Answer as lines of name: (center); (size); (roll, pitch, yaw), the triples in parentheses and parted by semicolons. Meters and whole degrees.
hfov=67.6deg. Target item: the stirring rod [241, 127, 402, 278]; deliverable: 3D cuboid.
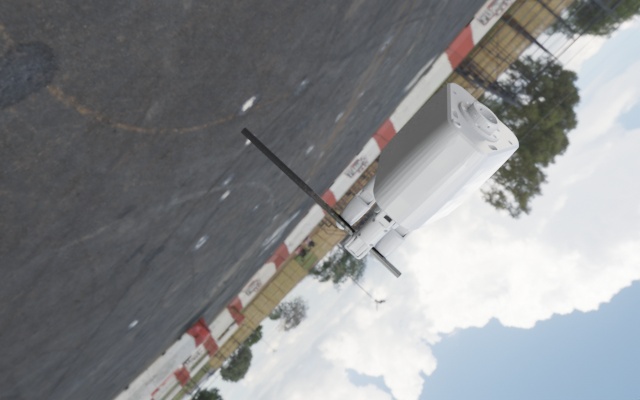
stirring rod: (0.000, 0.002, 0.537); (0.239, 0.011, 0.011); (43, 3, 3)
